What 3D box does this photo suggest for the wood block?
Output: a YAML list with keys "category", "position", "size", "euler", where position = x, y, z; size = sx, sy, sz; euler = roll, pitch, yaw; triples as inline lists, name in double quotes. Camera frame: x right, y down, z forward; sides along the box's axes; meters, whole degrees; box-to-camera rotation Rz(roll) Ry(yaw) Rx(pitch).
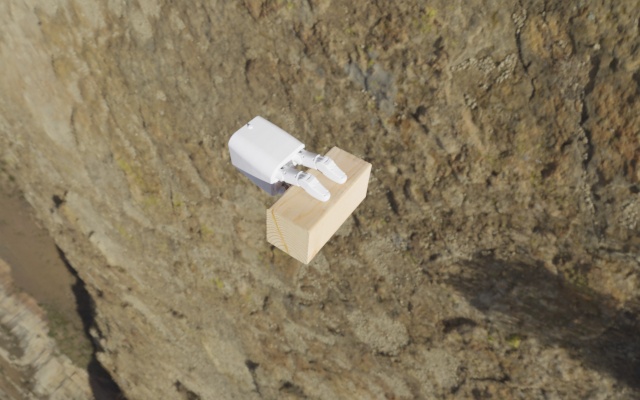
- category: "wood block"
  position: [0.000, 0.003, 0.869]
  size: [0.090, 0.091, 0.206]
  euler: [28, 51, 19]
